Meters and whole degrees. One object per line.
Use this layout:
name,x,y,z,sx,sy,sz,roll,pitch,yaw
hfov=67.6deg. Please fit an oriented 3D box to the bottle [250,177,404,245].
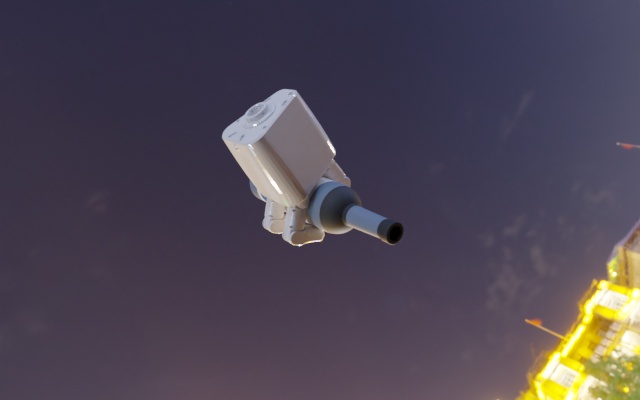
bottle,0.000,0.002,0.655,0.069,0.069,0.295,0,14,-36
